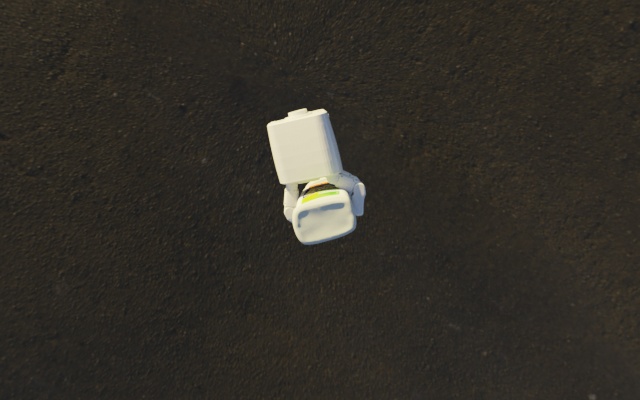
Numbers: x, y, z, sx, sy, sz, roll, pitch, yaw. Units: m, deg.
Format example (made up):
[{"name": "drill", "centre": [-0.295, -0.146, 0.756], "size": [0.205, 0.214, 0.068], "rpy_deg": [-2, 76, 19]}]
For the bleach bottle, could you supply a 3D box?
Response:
[{"name": "bleach bottle", "centre": [0.000, 0.003, 0.860], "size": [0.102, 0.068, 0.250], "rpy_deg": [-14, 14, 0]}]
